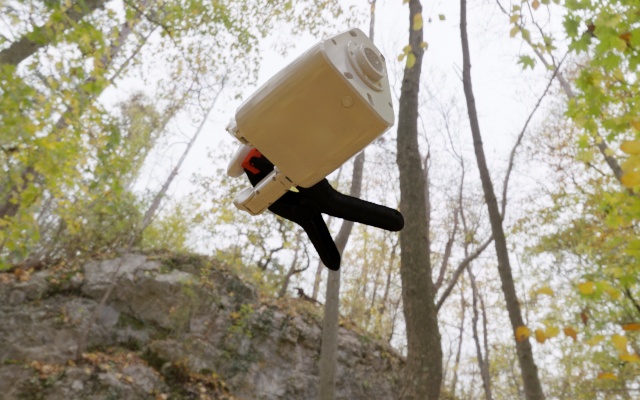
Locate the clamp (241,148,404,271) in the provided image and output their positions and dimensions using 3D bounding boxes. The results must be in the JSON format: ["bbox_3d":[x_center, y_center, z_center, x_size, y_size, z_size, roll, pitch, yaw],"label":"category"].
[{"bbox_3d":[0.000,0.001,0.495,0.120,0.171,0.039,-32,26,32],"label":"clamp"}]
